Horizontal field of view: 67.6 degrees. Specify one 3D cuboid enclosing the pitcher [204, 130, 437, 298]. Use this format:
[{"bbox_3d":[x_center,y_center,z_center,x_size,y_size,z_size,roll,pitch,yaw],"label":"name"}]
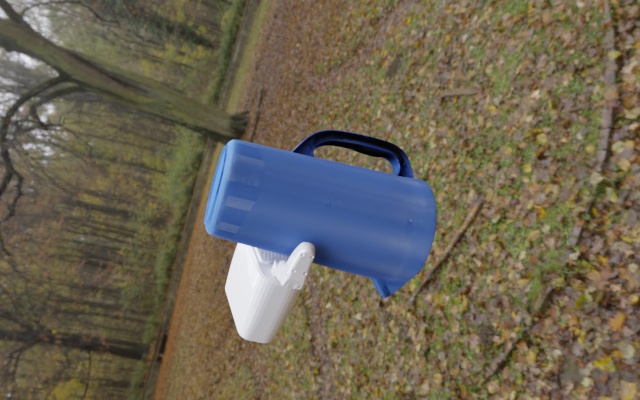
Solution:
[{"bbox_3d":[0.000,0.002,0.553,0.243,0.145,0.149,14,30,-17],"label":"pitcher"}]
